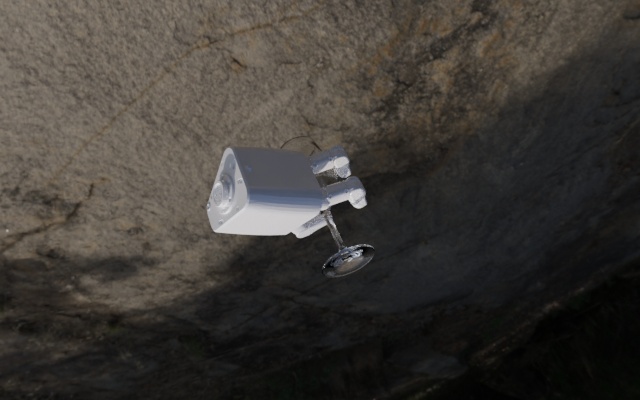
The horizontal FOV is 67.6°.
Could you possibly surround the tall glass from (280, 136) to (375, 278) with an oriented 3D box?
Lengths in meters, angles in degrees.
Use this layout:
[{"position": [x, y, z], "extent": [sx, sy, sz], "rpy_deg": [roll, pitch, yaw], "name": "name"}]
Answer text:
[{"position": [0.000, 0.003, 0.665], "extent": [0.079, 0.201, 0.079], "rpy_deg": [-18, -32, -11], "name": "tall glass"}]
